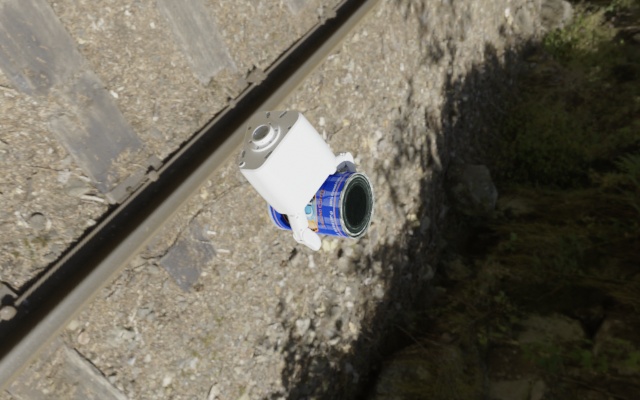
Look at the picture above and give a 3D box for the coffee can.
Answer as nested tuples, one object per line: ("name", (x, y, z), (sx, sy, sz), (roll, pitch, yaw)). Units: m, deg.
("coffee can", (0.000, 0.003, 0.758), (0.140, 0.103, 0.103), (5, 3, 34))
